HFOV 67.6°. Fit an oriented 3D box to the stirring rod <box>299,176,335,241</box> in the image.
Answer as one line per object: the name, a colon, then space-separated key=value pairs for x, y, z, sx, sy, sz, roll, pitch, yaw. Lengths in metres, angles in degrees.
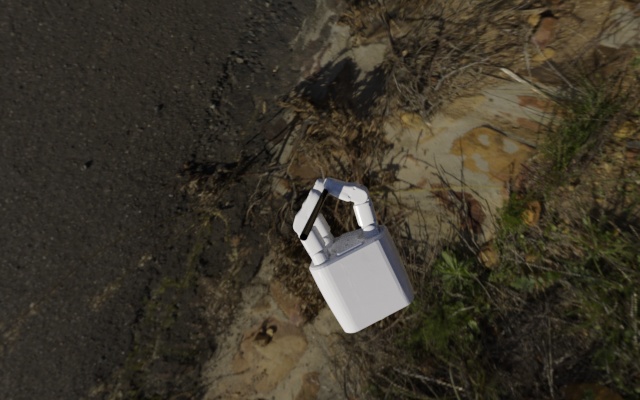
stirring rod: x=0.000 y=0.002 z=0.576 sx=0.011 sy=0.011 sz=0.239 roll=0 pitch=16 yaw=8
